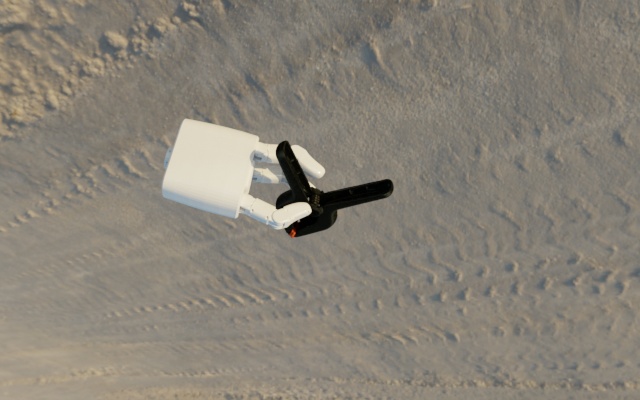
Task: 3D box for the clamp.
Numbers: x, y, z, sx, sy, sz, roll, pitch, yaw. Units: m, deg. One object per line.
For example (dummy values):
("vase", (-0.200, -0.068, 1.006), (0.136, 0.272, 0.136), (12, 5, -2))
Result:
("clamp", (0.000, 0.003, 0.692), (0.164, 0.036, 0.210), (17, -33, -6))
